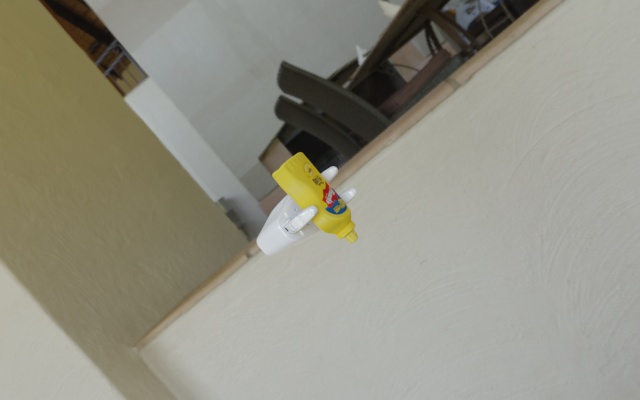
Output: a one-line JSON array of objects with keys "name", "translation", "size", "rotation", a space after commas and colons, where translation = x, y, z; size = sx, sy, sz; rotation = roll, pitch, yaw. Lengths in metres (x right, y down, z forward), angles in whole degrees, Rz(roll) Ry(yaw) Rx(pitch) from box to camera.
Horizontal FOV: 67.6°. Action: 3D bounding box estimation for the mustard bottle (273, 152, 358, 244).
[{"name": "mustard bottle", "translation": [0.000, 0.003, 0.877], "size": [0.058, 0.191, 0.096], "rotation": [-40, 3, 26]}]
